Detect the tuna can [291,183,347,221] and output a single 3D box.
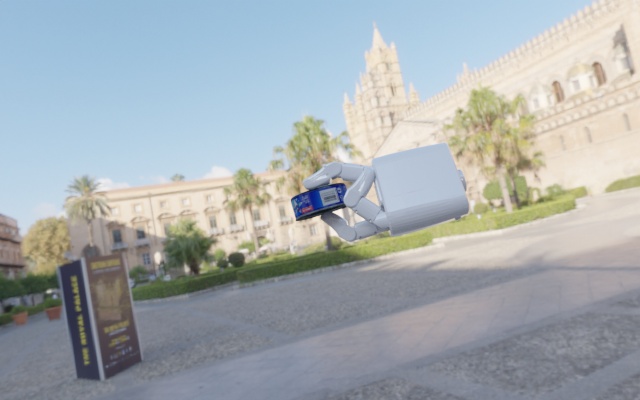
[{"bbox_3d":[0.000,0.002,0.699,0.086,0.033,0.086,-16,-6,-2],"label":"tuna can"}]
